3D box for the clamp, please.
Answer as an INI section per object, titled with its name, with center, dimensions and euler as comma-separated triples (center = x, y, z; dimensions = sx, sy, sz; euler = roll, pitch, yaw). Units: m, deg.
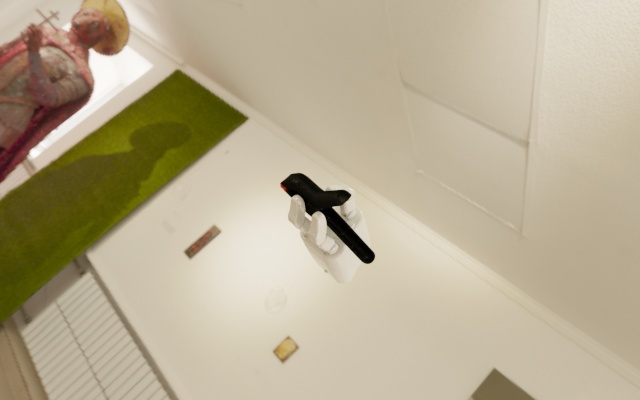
[clamp]
center = 0.000, 0.002, 0.778
dimensions = 0.210, 0.036, 0.165
euler = 38, -21, 36
